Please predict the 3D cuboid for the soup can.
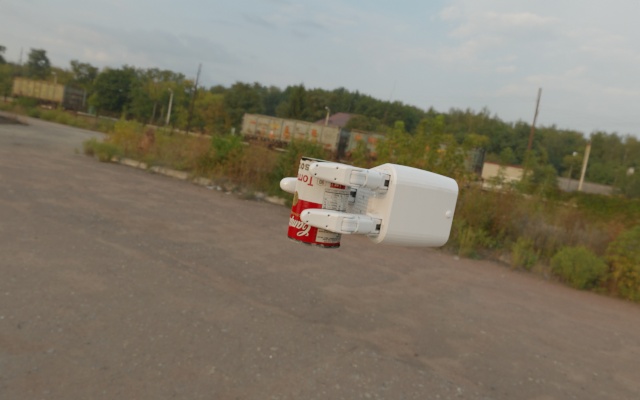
[{"bbox_3d":[0.000,0.002,0.590,0.068,0.102,0.068,10,5,-1],"label":"soup can"}]
